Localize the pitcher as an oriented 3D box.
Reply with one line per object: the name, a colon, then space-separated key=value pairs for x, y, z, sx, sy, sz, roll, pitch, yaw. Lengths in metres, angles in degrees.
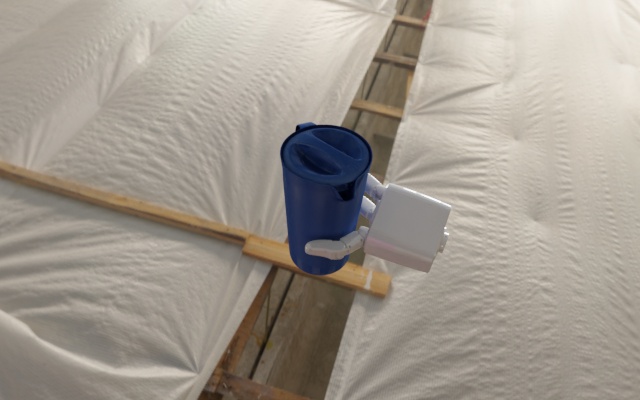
pitcher: x=0.000 y=0.003 z=0.772 sx=0.145 sy=0.243 sz=0.149 roll=18 pitch=48 yaw=13
